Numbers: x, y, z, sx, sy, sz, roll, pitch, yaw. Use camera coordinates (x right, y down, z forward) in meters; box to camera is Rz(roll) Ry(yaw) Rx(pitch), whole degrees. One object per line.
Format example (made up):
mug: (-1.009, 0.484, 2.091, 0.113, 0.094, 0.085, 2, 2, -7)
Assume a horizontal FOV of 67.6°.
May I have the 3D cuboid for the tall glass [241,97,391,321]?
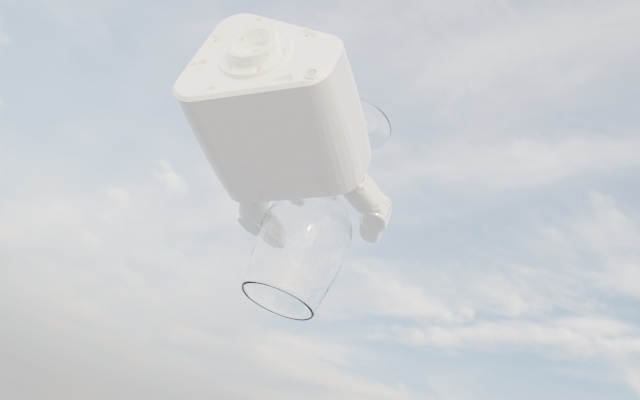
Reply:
tall glass: (0.000, 0.001, 0.425, 0.079, 0.201, 0.079, 17, -31, 11)
